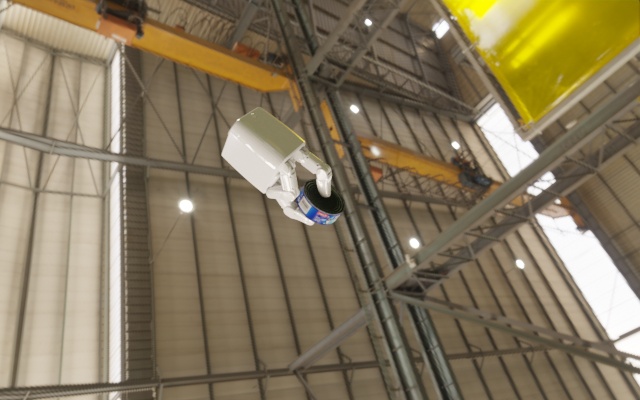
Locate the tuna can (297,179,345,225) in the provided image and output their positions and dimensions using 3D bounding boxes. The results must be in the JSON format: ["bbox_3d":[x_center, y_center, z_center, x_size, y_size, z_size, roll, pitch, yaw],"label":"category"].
[{"bbox_3d":[0.000,0.003,0.869,0.086,0.086,0.034,0,-41,-40],"label":"tuna can"}]
